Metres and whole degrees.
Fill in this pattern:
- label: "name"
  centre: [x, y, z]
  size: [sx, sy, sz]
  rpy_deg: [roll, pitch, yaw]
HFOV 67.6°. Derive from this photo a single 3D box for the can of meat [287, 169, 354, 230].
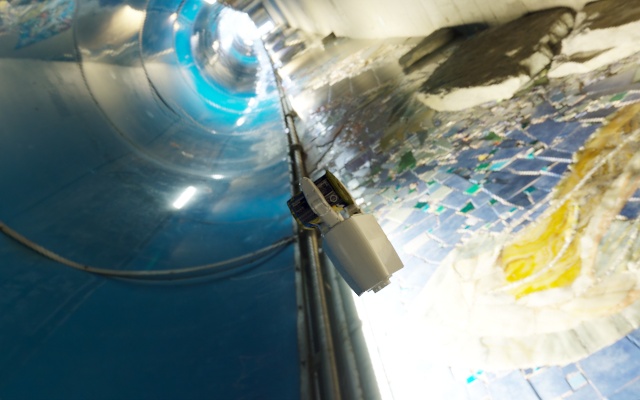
- label: "can of meat"
  centre: [0.000, 0.003, 0.762]
  size: [0.084, 0.057, 0.102]
  rpy_deg: [-36, -11, 6]
